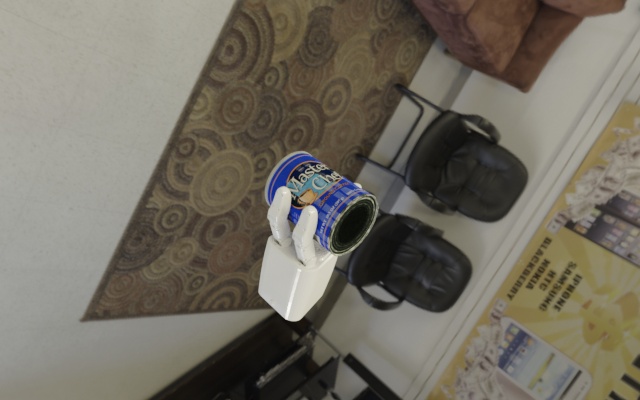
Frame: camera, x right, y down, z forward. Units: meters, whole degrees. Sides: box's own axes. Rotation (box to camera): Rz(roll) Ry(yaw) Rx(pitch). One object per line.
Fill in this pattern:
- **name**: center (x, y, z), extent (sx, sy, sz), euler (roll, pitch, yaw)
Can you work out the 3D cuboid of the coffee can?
- **coffee can**: center (0.000, 0.002, 0.712), extent (0.140, 0.103, 0.103), euler (35, 21, 32)
